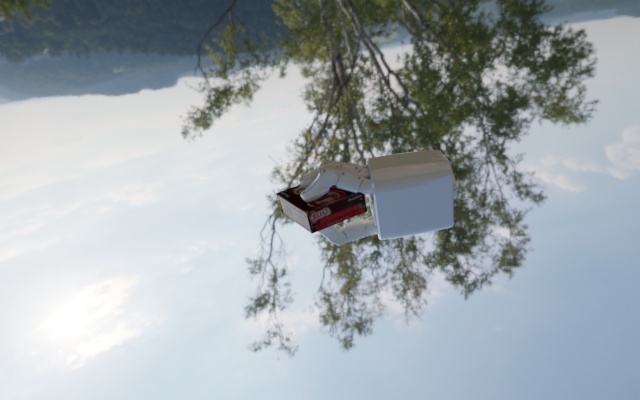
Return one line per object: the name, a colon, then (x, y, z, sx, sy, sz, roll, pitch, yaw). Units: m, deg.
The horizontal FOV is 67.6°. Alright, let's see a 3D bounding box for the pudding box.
pudding box: (0.000, 0.002, 0.683, 0.090, 0.039, 0.113, -20, 20, -21)
